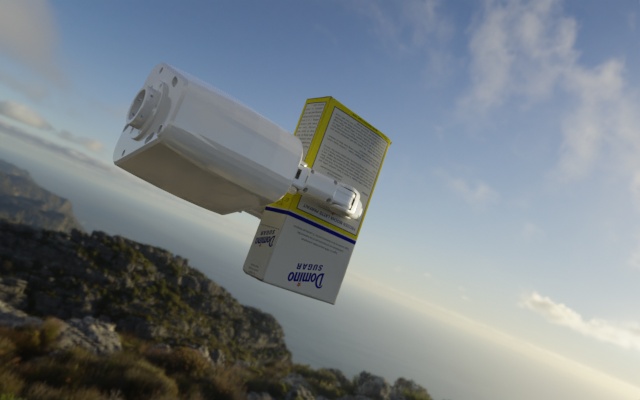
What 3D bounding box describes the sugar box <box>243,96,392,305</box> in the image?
[{"bbox_3d":[0.000,0.001,0.457,0.093,0.176,0.048,27,-9,-37],"label":"sugar box"}]
